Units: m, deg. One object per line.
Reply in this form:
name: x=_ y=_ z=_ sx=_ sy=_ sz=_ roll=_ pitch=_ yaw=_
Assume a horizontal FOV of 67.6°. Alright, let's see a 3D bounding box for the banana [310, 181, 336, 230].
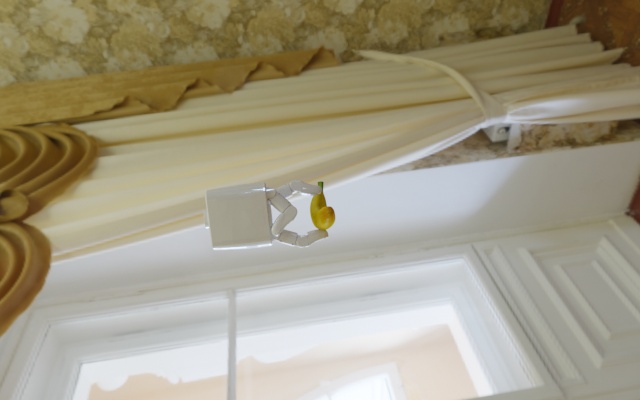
banana: x=0.001 y=0.020 z=0.895 sx=0.037 sy=0.070 sz=0.197 roll=-5 pitch=17 yaw=-5
